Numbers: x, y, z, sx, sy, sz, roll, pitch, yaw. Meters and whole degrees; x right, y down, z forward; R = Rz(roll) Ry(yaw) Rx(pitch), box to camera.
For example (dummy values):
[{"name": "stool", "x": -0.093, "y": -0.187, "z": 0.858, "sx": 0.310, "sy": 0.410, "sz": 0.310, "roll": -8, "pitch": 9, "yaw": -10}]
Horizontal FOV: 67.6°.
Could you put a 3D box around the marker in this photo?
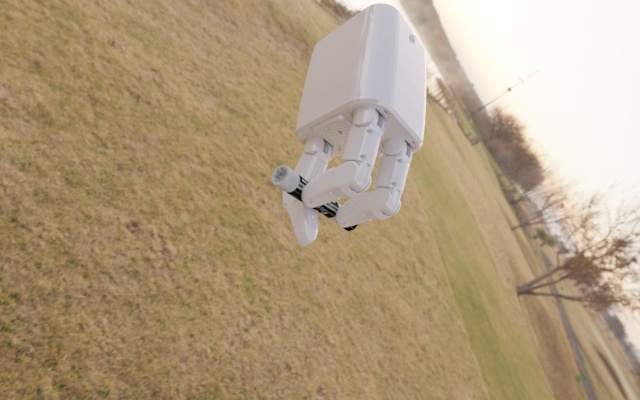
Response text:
[{"name": "marker", "x": 0.000, "y": 0.001, "z": 0.433, "sx": 0.020, "sy": 0.020, "sz": 0.121, "roll": 0, "pitch": -21, "yaw": 36}]
